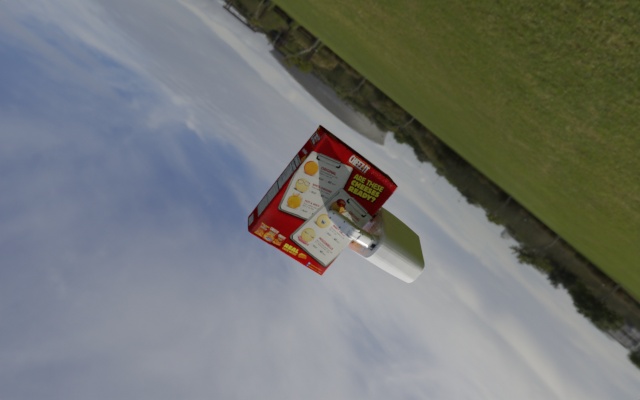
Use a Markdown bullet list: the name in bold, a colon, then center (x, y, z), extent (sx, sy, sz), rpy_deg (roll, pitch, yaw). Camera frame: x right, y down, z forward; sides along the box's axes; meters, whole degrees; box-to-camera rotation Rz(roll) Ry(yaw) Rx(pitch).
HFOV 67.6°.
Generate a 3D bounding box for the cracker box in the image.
- **cracker box**: center (0.000, 0.003, 0.832), extent (0.164, 0.214, 0.072), rpy_deg (34, 13, -22)
